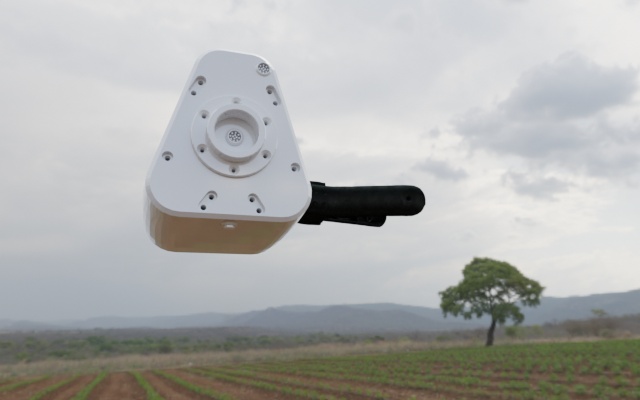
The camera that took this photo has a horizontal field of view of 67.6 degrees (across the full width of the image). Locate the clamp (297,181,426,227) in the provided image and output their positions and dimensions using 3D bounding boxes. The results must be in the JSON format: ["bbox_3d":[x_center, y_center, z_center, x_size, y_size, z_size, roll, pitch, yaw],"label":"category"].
[{"bbox_3d":[0.000,0.001,0.408,0.171,0.039,0.120,3,-14,-17],"label":"clamp"}]
